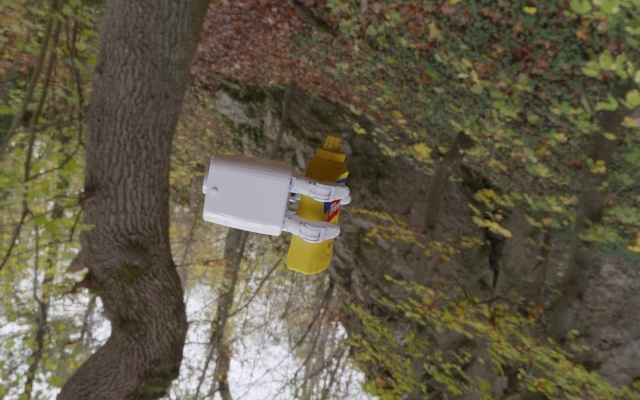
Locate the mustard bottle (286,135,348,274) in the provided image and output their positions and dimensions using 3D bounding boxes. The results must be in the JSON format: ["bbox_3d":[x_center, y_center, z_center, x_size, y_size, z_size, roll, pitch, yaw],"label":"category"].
[{"bbox_3d":[0.000,0.003,0.680,0.058,0.192,0.096,15,12,19],"label":"mustard bottle"}]
